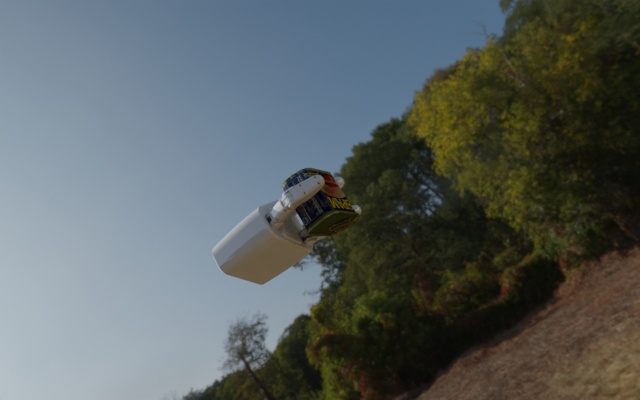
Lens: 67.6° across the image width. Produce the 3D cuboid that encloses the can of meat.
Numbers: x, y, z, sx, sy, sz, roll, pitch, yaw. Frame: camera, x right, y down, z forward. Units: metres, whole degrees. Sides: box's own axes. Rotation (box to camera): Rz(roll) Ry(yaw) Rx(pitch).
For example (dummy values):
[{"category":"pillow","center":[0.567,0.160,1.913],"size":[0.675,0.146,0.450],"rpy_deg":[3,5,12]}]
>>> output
[{"category":"can of meat","center":[0.000,0.002,0.699],"size":[0.057,0.084,0.102],"rpy_deg":[-40,-21,21]}]
